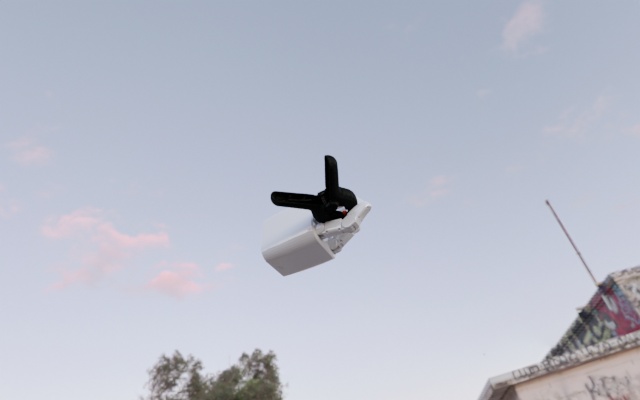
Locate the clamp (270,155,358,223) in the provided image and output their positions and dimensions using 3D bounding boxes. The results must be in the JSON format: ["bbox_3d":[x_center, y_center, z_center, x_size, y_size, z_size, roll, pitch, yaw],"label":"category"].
[{"bbox_3d":[0.000,0.002,0.782,0.120,0.039,0.172,-23,-41,13],"label":"clamp"}]
